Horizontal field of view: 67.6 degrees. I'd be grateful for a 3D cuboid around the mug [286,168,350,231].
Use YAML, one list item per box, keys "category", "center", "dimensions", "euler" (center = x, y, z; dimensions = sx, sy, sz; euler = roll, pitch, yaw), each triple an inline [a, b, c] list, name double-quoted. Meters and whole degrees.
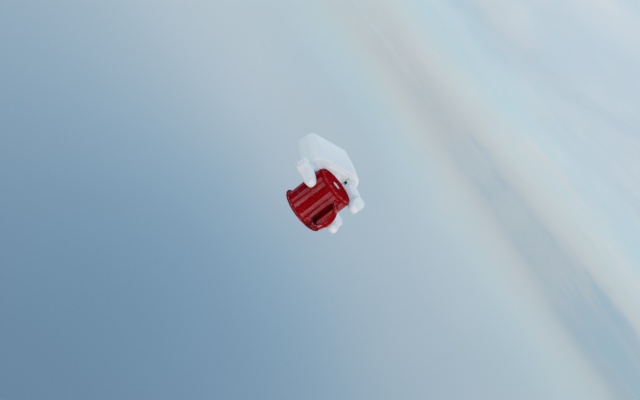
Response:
- category: "mug"
  center: [0.000, 0.004, 0.854]
  dimensions: [0.081, 0.117, 0.093]
  euler: [-37, -54, 16]
